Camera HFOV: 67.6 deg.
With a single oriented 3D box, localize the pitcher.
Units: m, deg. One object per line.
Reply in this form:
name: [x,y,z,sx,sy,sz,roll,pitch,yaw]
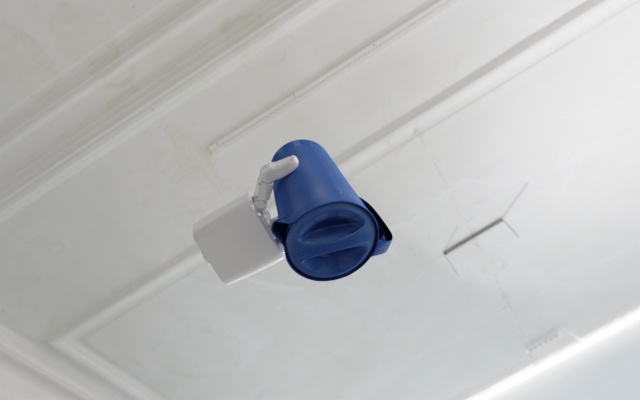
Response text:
pitcher: [0.000,0.002,0.743,0.145,0.149,0.242,-29,34,4]
